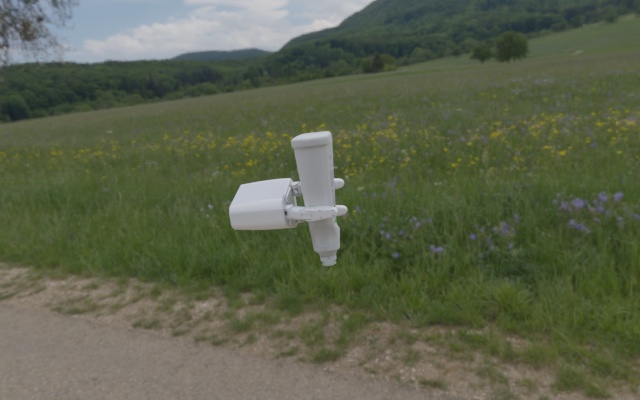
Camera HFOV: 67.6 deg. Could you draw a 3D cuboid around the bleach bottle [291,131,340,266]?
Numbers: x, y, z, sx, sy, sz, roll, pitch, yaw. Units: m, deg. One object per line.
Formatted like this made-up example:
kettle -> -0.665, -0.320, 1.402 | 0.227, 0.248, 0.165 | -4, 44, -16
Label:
bleach bottle -> 0.000, 0.003, 0.887 | 0.068, 0.251, 0.102 | -5, 14, 10
